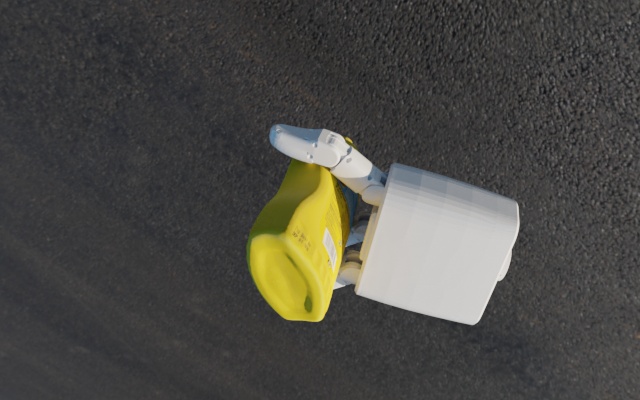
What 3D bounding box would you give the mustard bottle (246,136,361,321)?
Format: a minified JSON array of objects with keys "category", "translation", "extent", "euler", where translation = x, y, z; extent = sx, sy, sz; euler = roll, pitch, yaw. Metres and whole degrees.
[{"category":"mustard bottle","translation":[0.000,0.001,0.414],"extent":[0.058,0.096,0.191],"euler":[-3,37,22]}]
